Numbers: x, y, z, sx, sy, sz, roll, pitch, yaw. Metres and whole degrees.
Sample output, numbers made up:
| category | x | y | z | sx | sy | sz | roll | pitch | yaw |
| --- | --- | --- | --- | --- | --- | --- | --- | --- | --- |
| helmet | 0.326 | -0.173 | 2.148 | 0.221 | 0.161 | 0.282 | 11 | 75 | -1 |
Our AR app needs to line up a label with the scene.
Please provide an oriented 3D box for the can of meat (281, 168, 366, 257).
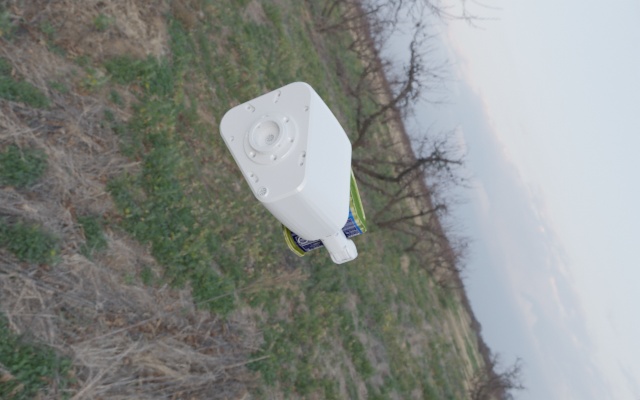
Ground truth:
| category | x | y | z | sx | sy | sz | roll | pitch | yaw |
| --- | --- | --- | --- | --- | --- | --- | --- | --- | --- |
| can of meat | 0.000 | 0.002 | 0.547 | 0.084 | 0.102 | 0.057 | -20 | -29 | 13 |
